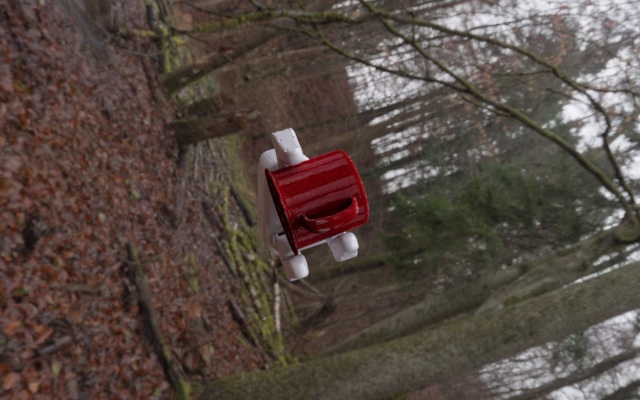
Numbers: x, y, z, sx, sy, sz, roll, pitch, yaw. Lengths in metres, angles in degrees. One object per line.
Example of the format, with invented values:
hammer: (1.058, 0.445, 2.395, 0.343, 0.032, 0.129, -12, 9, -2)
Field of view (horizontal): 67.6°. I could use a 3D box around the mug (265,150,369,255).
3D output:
mug: (0.001, 0.002, 0.471, 0.081, 0.093, 0.117, -20, 18, -9)
